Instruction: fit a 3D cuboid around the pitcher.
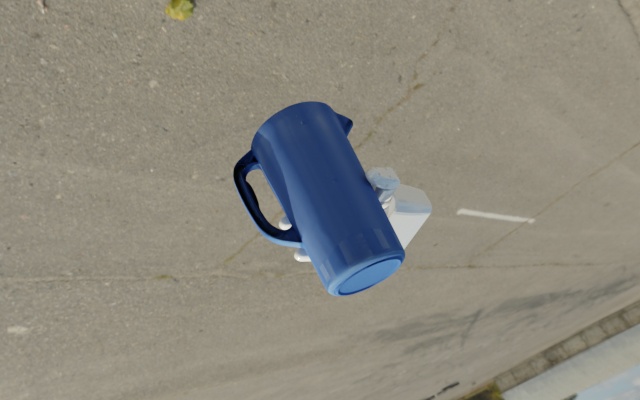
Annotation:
[{"bbox_3d":[0.000,0.002,0.633,0.145,0.242,0.149,6,-41,-48],"label":"pitcher"}]
